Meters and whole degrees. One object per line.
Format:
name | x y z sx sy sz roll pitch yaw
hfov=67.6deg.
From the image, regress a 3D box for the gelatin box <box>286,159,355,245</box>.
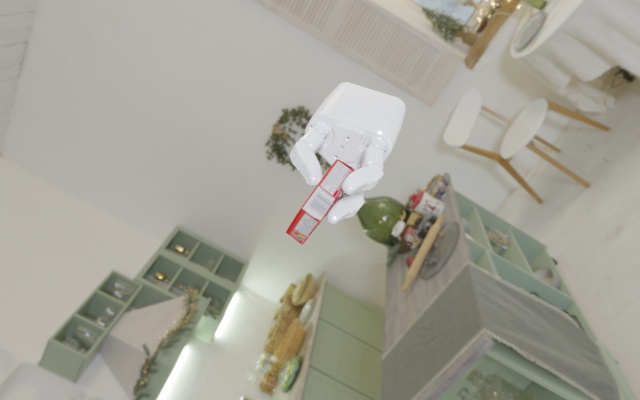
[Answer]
gelatin box | 0.000 0.002 0.578 0.030 0.089 0.073 36 -32 0
